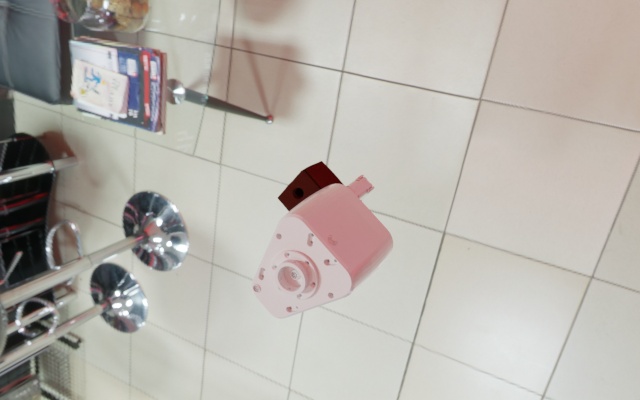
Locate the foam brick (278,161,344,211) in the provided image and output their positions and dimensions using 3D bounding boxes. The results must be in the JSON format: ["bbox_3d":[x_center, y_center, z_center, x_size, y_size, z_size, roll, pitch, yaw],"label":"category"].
[{"bbox_3d":[0.000,0.002,0.557,0.053,0.078,0.051,-46,-7,30],"label":"foam brick"}]
